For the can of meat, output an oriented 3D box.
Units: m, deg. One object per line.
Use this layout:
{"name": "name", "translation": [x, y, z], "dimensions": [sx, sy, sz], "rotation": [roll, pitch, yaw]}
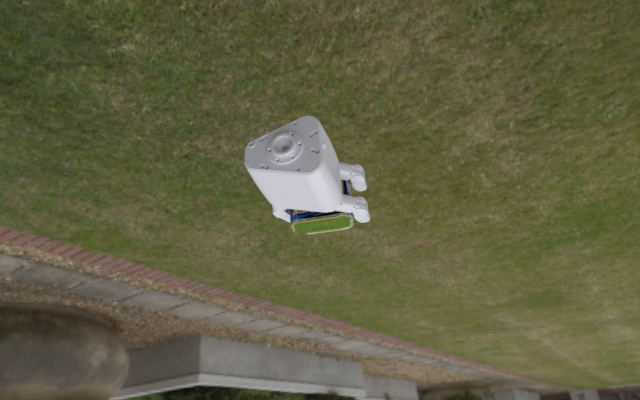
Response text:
{"name": "can of meat", "translation": [0.000, 0.003, 0.745], "dimensions": [0.102, 0.084, 0.057], "rotation": [-9, -28, 8]}
